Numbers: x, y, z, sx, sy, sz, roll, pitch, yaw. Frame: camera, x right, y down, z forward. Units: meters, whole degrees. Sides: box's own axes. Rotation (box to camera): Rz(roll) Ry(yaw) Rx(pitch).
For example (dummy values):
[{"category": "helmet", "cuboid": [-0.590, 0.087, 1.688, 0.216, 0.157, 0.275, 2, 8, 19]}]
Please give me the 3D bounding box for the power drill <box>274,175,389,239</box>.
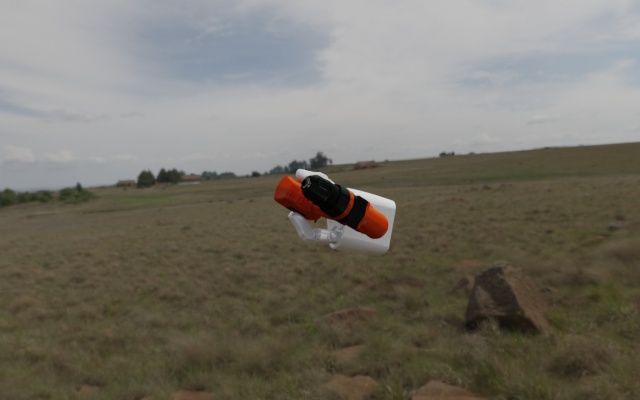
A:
[{"category": "power drill", "cuboid": [0.000, 0.003, 0.811, 0.184, 0.057, 0.187, 33, -10, -35]}]
